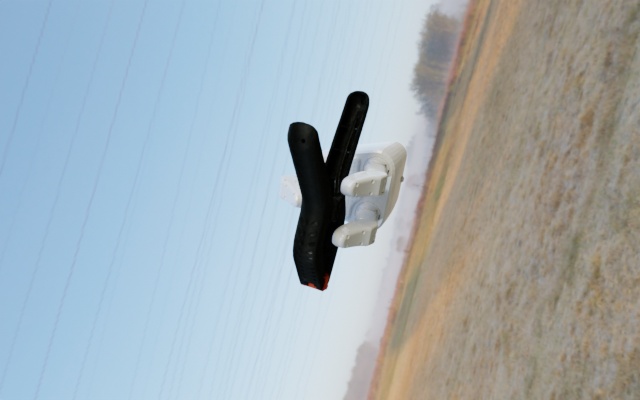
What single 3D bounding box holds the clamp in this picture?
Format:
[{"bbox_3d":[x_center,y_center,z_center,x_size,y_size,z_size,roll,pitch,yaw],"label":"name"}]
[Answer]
[{"bbox_3d":[-0.001,0.002,0.468,0.036,0.210,0.164,15,19,18],"label":"clamp"}]
